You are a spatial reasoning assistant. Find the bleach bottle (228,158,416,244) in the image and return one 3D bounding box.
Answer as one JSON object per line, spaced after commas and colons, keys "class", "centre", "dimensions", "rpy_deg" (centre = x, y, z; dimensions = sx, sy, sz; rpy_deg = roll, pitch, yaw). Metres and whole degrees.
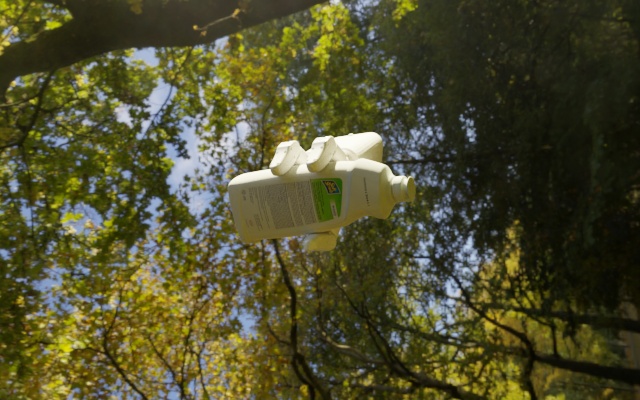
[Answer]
{"class": "bleach bottle", "centre": [0.000, 0.002, 0.622], "dimensions": [0.251, 0.102, 0.068], "rpy_deg": [-4, 18, 30]}
